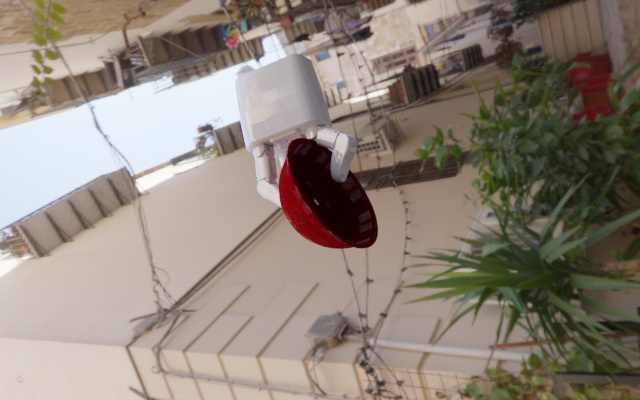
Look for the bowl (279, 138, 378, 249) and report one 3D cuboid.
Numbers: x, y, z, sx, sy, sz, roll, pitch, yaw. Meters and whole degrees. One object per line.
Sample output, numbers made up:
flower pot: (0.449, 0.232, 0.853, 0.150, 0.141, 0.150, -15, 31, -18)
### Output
bowl: (0.000, 0.003, 0.597, 0.055, 0.162, 0.162, -37, -19, 27)
